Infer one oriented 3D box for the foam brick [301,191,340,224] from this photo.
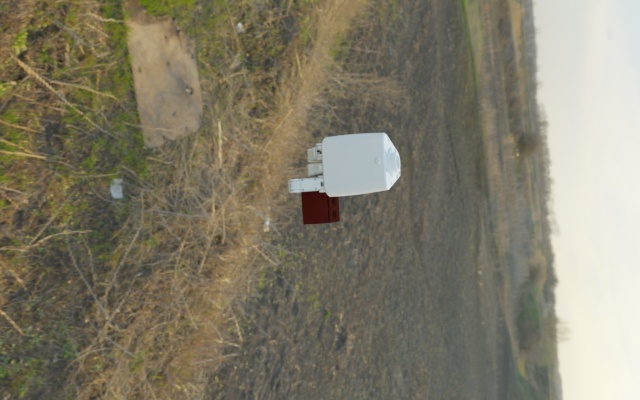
[{"bbox_3d":[0.000,0.003,0.840,0.051,0.078,0.053,-4,-1,21],"label":"foam brick"}]
